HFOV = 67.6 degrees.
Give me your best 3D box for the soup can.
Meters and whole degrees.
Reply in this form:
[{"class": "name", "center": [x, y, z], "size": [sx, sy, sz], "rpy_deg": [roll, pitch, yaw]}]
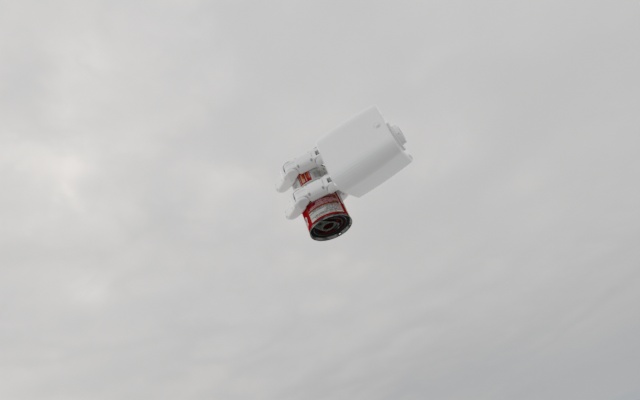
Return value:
[{"class": "soup can", "center": [0.000, 0.002, 0.741], "size": [0.068, 0.102, 0.069], "rpy_deg": [-16, -33, -10]}]
